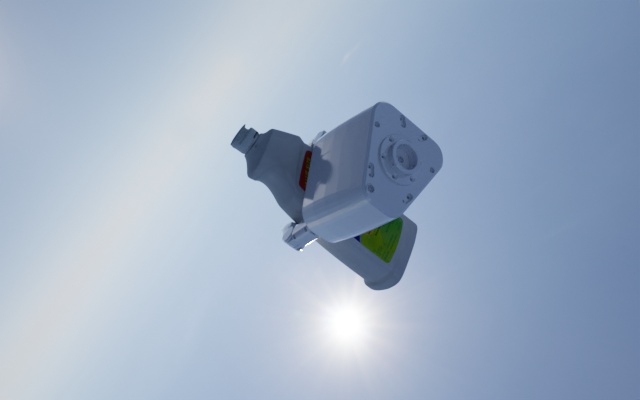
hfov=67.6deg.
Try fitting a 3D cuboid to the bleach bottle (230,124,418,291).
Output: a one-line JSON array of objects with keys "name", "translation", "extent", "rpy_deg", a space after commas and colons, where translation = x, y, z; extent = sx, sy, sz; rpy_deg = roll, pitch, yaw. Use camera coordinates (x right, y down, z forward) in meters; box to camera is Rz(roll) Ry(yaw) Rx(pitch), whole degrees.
[{"name": "bleach bottle", "translation": [0.000, 0.002, 0.572], "extent": [0.251, 0.102, 0.068], "rpy_deg": [36, -30, -17]}]
